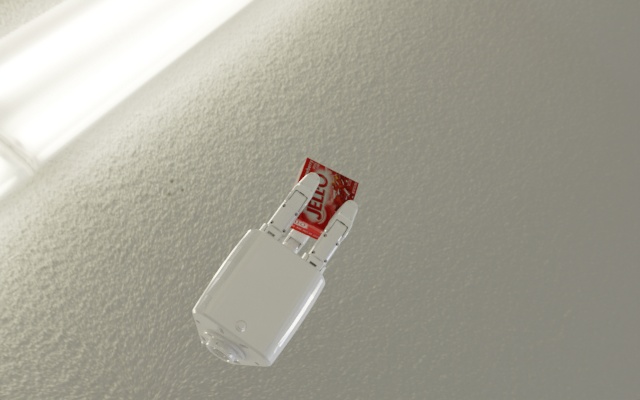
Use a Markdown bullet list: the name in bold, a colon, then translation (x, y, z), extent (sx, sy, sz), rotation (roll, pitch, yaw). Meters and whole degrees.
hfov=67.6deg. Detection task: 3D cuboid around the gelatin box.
- **gelatin box**: translation (0.000, 0.002, 0.572), extent (0.073, 0.089, 0.030), rotation (26, -36, -10)
